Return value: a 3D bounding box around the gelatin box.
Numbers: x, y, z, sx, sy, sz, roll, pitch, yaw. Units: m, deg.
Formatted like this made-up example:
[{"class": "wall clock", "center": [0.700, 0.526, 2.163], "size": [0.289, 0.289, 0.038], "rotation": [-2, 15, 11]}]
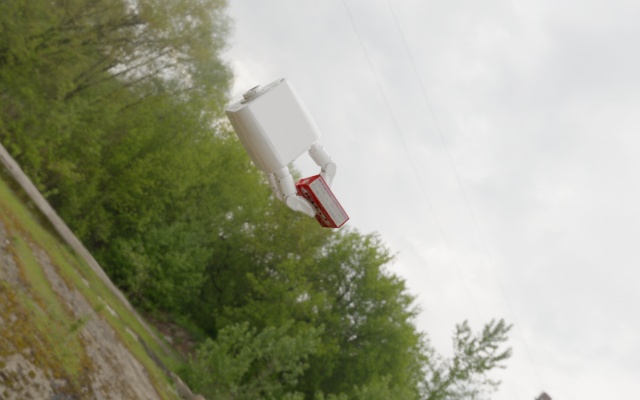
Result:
[{"class": "gelatin box", "center": [0.001, 0.003, 0.768], "size": [0.030, 0.089, 0.073], "rotation": [-38, 11, -17]}]
